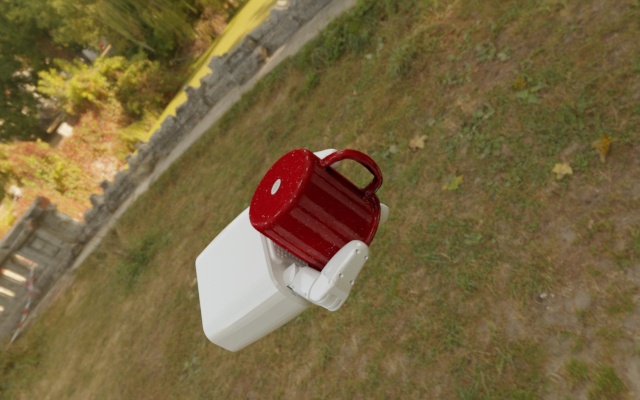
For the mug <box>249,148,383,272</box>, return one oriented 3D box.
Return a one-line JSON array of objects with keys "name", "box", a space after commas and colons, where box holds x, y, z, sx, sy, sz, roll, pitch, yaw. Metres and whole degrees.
[{"name": "mug", "box": [0.001, 0.000, 0.413, 0.081, 0.093, 0.117, 36, -62, -28]}]
